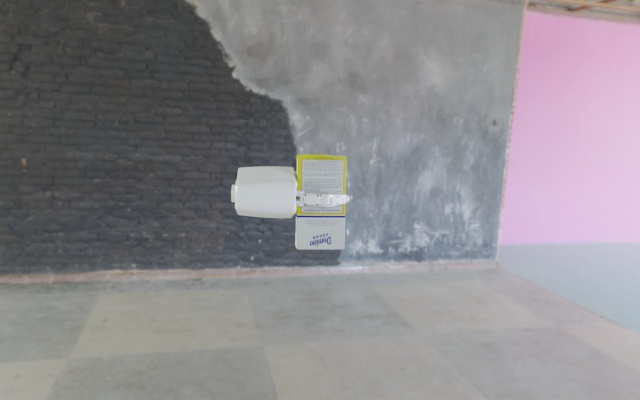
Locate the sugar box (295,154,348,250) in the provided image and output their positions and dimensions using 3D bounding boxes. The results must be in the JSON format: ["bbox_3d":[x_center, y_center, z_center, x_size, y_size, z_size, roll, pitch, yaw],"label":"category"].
[{"bbox_3d":[0.000,0.003,0.899,0.093,0.176,0.048,1,9,-6],"label":"sugar box"}]
